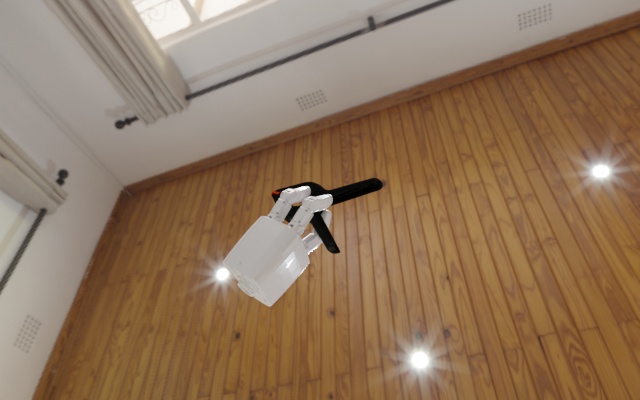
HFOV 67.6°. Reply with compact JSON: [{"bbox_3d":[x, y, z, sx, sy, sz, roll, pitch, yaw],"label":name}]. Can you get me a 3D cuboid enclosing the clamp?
[{"bbox_3d":[0.000,0.003,0.863,0.210,0.036,0.164,19,58,41],"label":"clamp"}]
